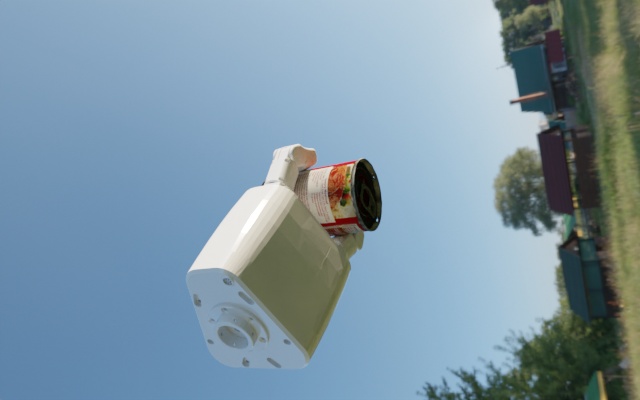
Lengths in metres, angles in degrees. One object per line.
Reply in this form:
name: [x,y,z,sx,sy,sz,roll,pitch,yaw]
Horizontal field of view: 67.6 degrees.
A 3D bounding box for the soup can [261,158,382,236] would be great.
soup can: [0.000,0.001,0.462,0.102,0.068,0.068,-9,-4,27]
